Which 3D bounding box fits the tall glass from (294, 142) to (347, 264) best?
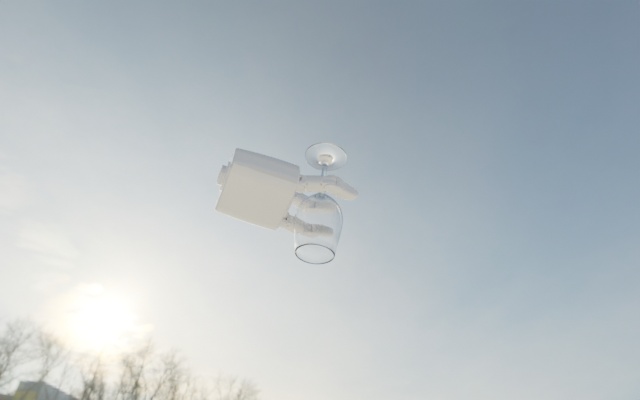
[{"bbox_3d":[0.000,0.002,0.785,0.079,0.201,0.079,4,-36,3],"label":"tall glass"}]
